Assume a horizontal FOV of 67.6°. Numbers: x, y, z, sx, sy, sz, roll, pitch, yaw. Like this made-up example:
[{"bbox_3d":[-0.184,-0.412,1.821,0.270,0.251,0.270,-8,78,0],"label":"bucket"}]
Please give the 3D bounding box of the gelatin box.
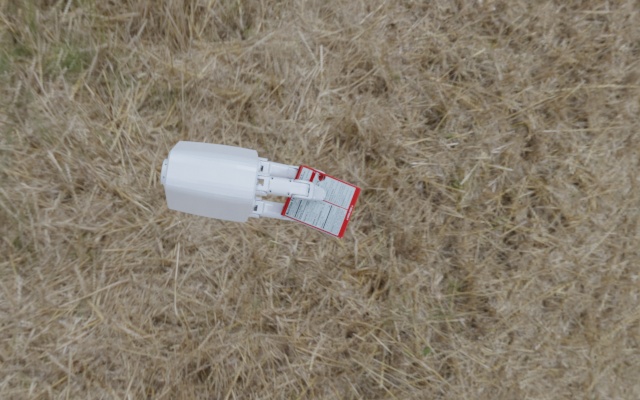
[{"bbox_3d":[0.000,0.002,0.642,0.089,0.073,0.030,22,-6,-6],"label":"gelatin box"}]
